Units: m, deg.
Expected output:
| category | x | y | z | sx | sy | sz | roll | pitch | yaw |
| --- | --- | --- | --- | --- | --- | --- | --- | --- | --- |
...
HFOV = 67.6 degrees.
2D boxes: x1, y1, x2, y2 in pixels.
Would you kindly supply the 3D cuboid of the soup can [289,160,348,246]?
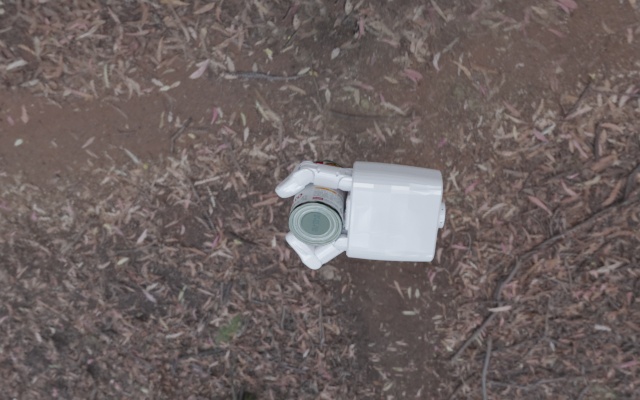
| category | x | y | z | sx | sy | sz | roll | pitch | yaw |
| --- | --- | --- | --- | --- | --- | --- | --- | --- | --- |
| soup can | 0.000 | 0.002 | 0.608 | 0.068 | 0.068 | 0.102 | 0 | 34 | 8 |
